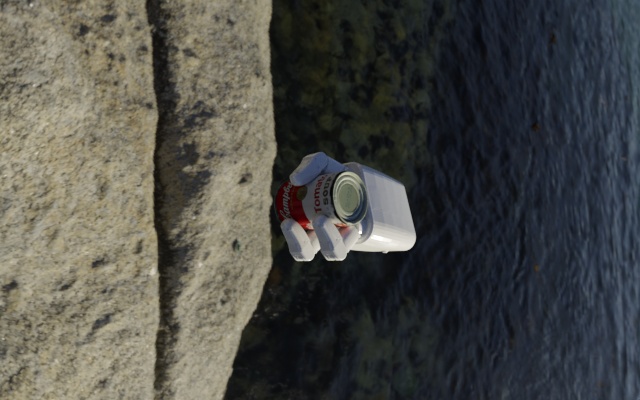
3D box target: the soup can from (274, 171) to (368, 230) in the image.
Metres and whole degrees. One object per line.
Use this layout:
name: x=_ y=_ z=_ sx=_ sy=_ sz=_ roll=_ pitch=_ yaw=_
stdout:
soup can: x=0.000 y=0.002 z=0.601 sx=0.102 sy=0.068 sz=0.068 roll=-8 pitch=-5 yaw=44
